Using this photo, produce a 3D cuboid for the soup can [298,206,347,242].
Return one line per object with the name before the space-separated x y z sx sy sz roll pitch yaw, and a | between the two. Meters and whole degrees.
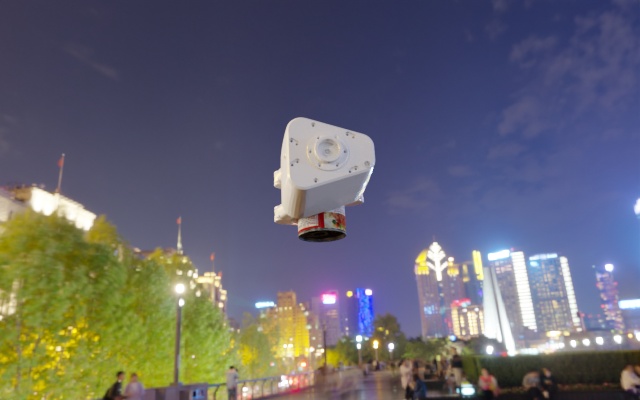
soup can | 0.000 0.002 0.680 0.068 0.102 0.068 -3 -18 -1
